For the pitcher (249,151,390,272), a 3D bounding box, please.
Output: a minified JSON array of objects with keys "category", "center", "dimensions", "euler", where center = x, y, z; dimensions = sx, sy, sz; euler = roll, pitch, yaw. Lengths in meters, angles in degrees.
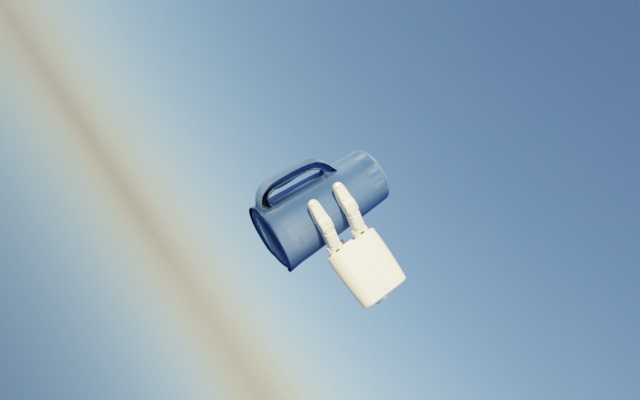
[{"category":"pitcher","center":[0.000,0.003,0.858],"dimensions":[0.243,0.145,0.149],"euler":[-33,-8,-18]}]
